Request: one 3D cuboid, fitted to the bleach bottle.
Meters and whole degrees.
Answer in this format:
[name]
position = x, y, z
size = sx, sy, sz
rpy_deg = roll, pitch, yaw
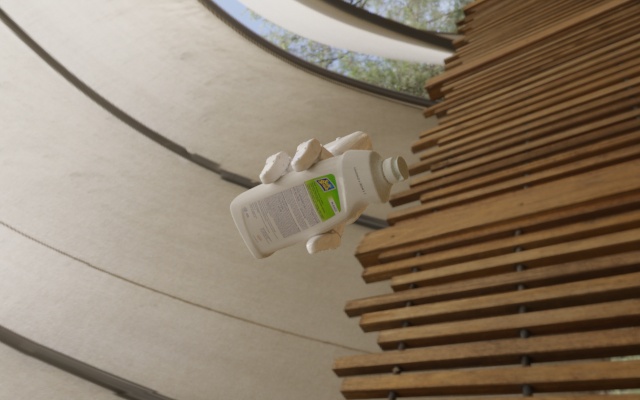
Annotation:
[bleach bottle]
position = 0.000, 0.002, 0.626
size = 0.251, 0.102, 0.068
rpy_deg = -18, 15, 33
